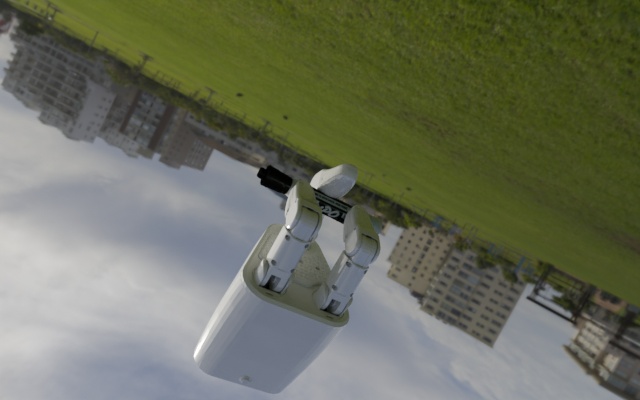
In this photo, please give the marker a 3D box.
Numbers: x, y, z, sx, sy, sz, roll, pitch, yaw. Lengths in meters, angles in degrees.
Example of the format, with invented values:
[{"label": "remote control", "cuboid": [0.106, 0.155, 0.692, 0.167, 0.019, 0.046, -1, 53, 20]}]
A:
[{"label": "marker", "cuboid": [0.000, 0.001, 0.417, 0.121, 0.020, 0.020, 26, -9, -19]}]
